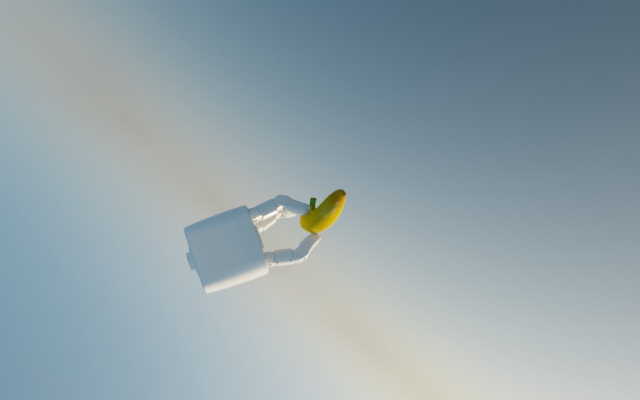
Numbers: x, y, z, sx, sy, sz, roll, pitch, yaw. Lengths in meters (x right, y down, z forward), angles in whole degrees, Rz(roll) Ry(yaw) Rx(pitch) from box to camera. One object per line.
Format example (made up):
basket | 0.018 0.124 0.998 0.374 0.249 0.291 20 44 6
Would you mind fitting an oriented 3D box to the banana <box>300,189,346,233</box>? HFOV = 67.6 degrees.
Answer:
banana | -0.004 0.021 0.794 0.037 0.069 0.198 10 -6 -15
